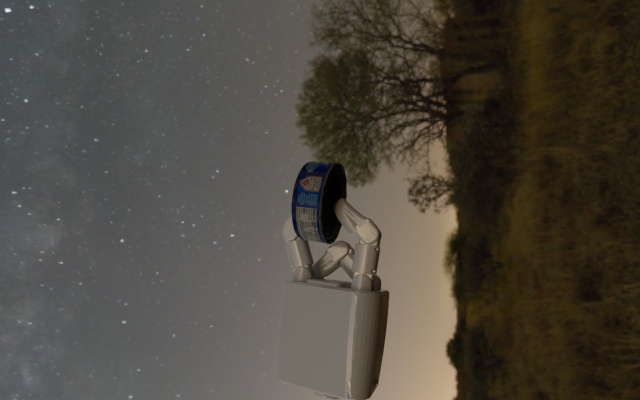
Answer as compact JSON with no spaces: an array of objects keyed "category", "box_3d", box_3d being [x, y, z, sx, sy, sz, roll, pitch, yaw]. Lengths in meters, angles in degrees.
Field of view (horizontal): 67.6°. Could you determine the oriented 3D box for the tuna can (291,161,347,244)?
[{"category":"tuna can","box_3d":[0.000,0.002,0.506,0.034,0.086,0.086,7,2,19]}]
